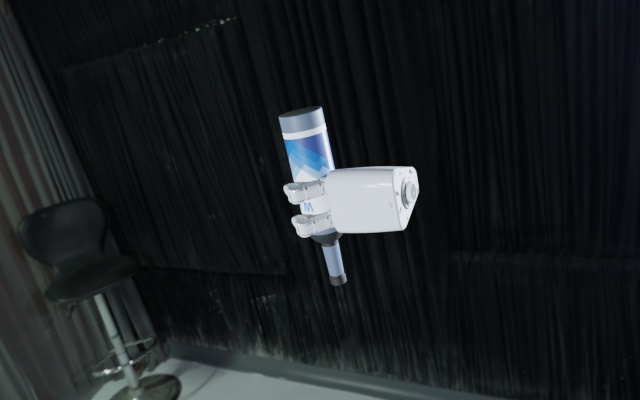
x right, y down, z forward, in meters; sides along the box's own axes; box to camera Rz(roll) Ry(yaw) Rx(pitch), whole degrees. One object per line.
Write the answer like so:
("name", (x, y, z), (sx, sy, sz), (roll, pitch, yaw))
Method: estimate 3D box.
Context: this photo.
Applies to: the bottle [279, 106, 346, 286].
("bottle", (0.000, 0.002, 0.766), (0.069, 0.296, 0.069), (-12, 19, 4))
